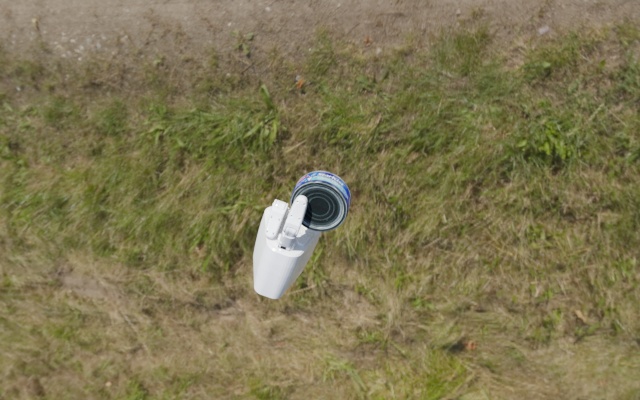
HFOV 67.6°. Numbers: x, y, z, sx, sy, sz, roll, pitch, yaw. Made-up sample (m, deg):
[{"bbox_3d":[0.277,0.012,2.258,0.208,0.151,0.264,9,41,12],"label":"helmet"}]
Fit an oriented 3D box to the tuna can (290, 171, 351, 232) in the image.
[{"bbox_3d":[0.000,0.002,0.692,0.086,0.086,0.033,0,29,12],"label":"tuna can"}]
